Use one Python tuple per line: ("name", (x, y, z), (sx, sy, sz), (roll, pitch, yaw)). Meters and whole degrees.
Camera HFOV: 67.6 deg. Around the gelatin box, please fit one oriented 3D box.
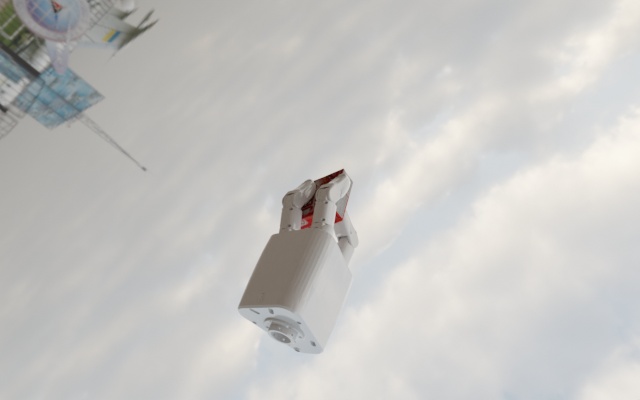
("gelatin box", (0.000, 0.002, 0.647), (0.073, 0.030, 0.089), (-21, 30, 29))
